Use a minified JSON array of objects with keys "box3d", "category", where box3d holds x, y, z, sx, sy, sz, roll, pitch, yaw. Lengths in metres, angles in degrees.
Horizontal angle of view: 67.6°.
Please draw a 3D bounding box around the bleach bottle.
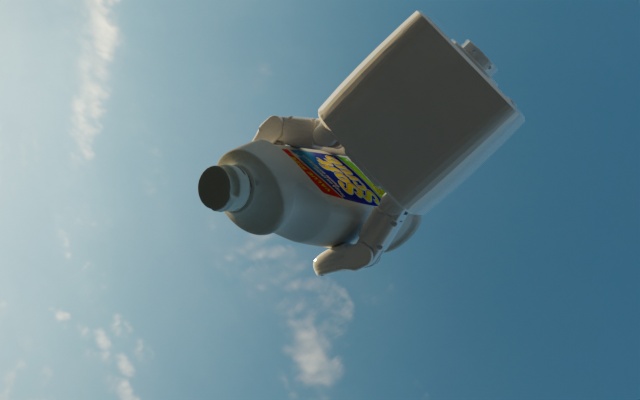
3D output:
[{"box3d":[0.000,0.001,0.408,0.068,0.102,0.251,-45,-22,22],"category":"bleach bottle"}]
